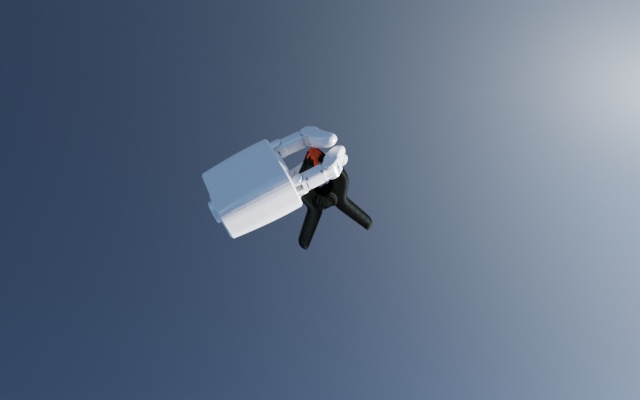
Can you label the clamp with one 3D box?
[{"bbox_3d":[0.000,0.002,0.720,0.120,0.172,0.039,-28,33,-2],"label":"clamp"}]
